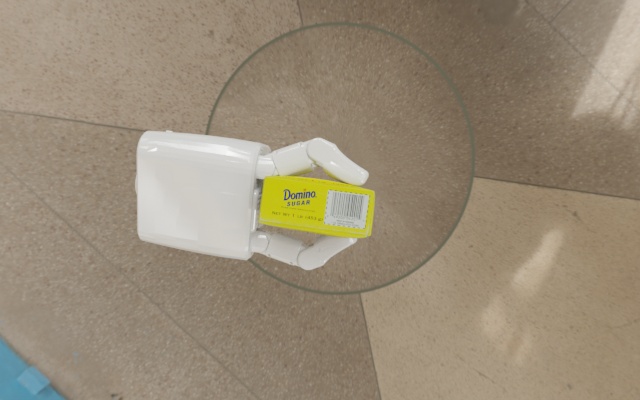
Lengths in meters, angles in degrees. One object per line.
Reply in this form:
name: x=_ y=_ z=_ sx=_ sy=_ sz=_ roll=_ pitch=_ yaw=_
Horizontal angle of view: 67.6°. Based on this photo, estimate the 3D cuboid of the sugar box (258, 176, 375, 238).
sugar box: x=0.000 y=0.001 z=0.470 sx=0.093 sy=0.048 sz=0.176 roll=9 pitch=5 yaw=1
